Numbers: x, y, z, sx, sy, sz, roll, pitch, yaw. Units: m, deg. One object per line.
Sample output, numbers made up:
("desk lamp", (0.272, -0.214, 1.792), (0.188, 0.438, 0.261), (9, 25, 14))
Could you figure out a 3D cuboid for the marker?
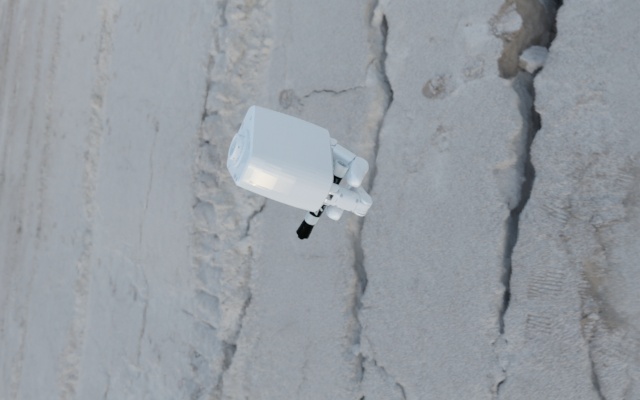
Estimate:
("marker", (0.000, 0.002, 0.613), (0.020, 0.121, 0.020), (23, 26, -12))
